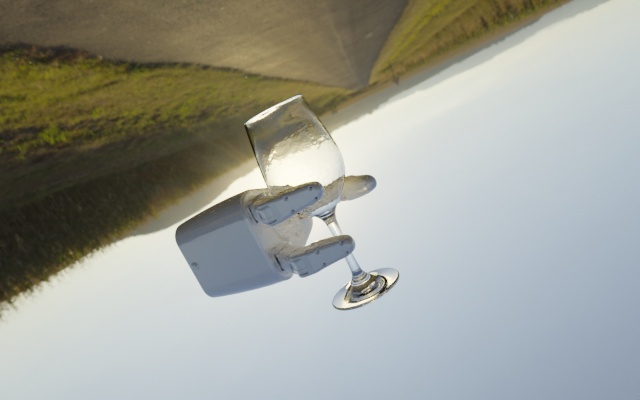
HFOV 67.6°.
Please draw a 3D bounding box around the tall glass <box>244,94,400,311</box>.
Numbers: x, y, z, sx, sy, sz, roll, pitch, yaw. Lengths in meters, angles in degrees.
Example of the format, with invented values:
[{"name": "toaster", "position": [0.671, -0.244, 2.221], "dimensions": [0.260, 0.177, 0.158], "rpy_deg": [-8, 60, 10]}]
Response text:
[{"name": "tall glass", "position": [0.001, 0.002, 0.462], "dimensions": [0.079, 0.201, 0.079], "rpy_deg": [-26, 10, 5]}]
